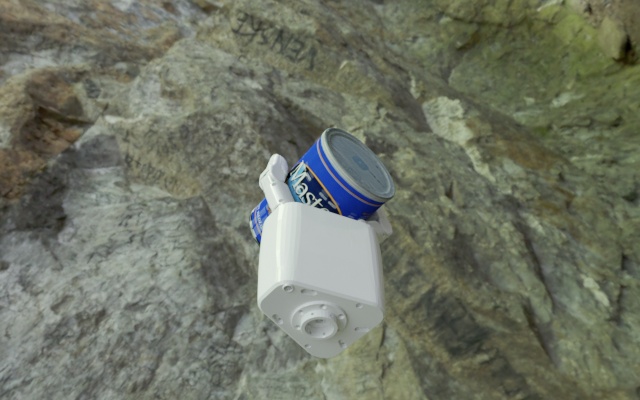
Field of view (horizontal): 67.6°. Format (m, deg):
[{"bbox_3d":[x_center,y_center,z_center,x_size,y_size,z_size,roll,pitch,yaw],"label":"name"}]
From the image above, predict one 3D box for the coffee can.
[{"bbox_3d":[0.000,0.002,0.548,0.140,0.102,0.103,-45,-25,27],"label":"coffee can"}]
